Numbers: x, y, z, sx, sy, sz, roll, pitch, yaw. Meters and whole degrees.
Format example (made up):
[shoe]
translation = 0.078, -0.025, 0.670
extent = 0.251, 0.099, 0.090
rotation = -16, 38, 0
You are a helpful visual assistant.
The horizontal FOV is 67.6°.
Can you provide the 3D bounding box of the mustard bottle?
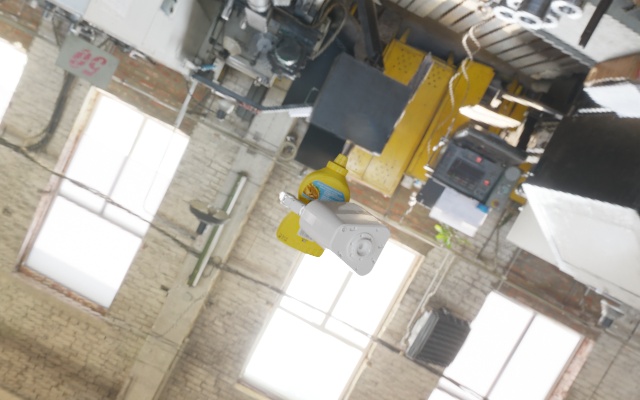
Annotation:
[mustard bottle]
translation = 0.000, 0.003, 0.879
extent = 0.096, 0.191, 0.058
rotation = 26, 6, -9
